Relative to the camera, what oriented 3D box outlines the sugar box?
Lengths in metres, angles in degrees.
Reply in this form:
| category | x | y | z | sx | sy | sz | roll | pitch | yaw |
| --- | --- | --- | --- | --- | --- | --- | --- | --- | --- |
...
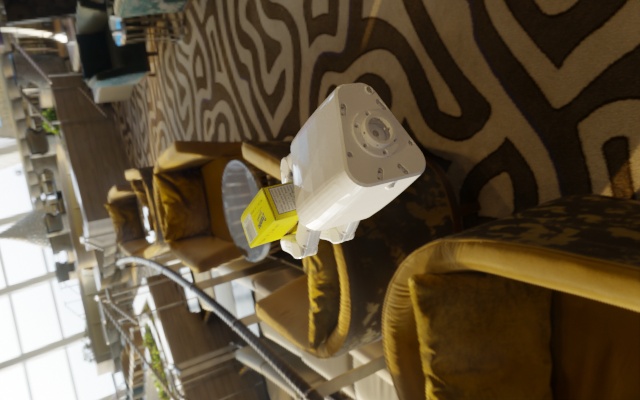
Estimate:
| category | x | y | z | sx | sy | sz | roll | pitch | yaw |
| --- | --- | --- | --- | --- | --- | --- | --- | --- | --- |
| sugar box | 0.000 | 0.002 | 0.574 | 0.176 | 0.048 | 0.093 | -13 | -16 | -30 |
